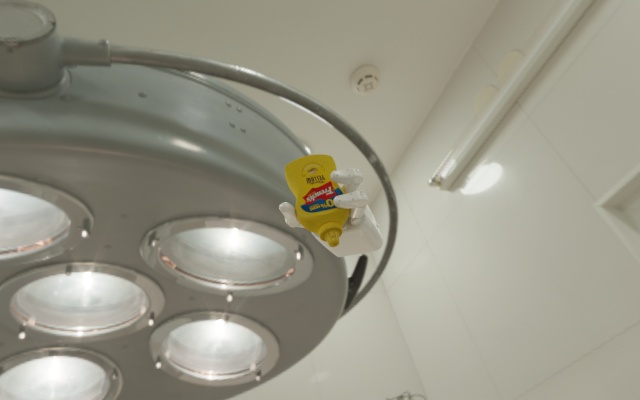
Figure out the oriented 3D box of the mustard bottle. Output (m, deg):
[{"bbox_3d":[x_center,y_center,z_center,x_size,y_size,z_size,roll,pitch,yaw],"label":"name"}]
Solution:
[{"bbox_3d":[0.000,0.002,0.858,0.096,0.191,0.058,-12,-38,-8],"label":"mustard bottle"}]
